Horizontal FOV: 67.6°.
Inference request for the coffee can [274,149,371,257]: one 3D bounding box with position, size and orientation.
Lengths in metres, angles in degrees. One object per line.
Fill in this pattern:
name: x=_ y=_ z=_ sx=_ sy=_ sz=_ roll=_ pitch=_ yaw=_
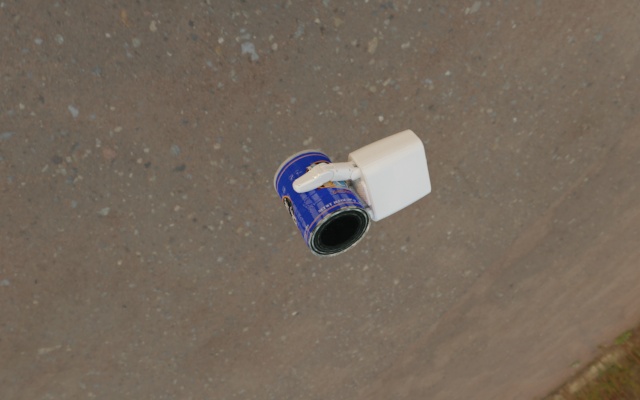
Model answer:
coffee can: x=0.000 y=0.002 z=0.742 sx=0.103 sy=0.103 sz=0.140 roll=0 pitch=41 yaw=-34
